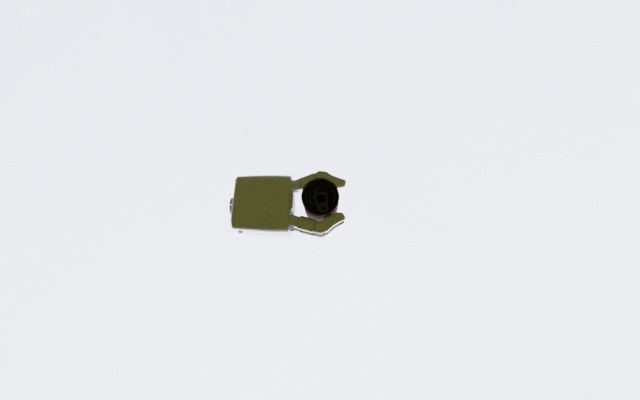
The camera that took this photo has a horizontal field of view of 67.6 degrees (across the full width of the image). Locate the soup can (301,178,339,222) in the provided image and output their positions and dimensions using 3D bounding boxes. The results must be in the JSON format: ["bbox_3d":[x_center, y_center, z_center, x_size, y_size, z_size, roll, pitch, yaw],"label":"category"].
[{"bbox_3d":[0.001,0.003,0.891,0.068,0.068,0.102,0,-11,1],"label":"soup can"}]
